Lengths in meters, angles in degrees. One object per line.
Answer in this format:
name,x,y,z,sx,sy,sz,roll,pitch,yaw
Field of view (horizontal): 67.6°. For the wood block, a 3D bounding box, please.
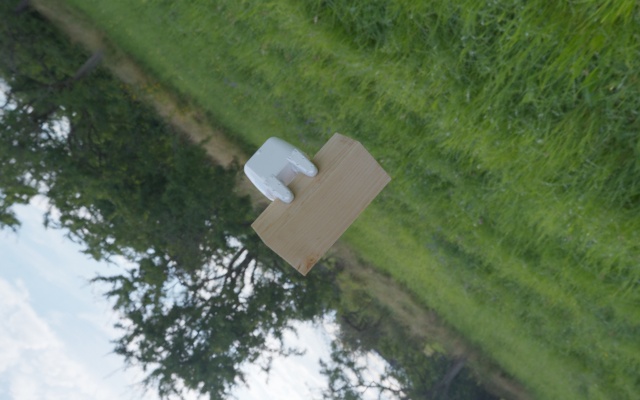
wood block,0.000,0.003,0.761,0.091,0.206,0.090,44,-3,-29
